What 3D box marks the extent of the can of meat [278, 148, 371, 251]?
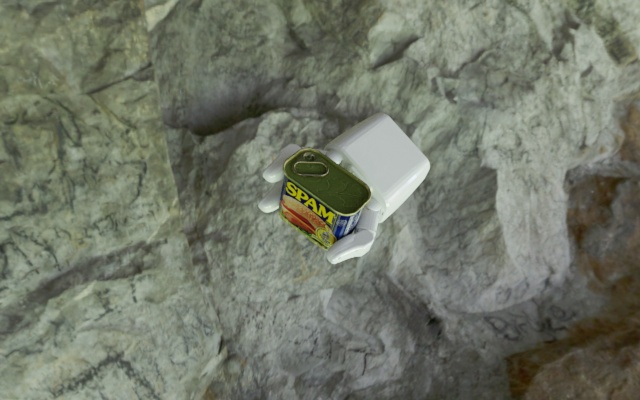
[{"bbox_3d":[0.000,0.002,0.561,0.102,0.084,0.057,36,53,16],"label":"can of meat"}]
